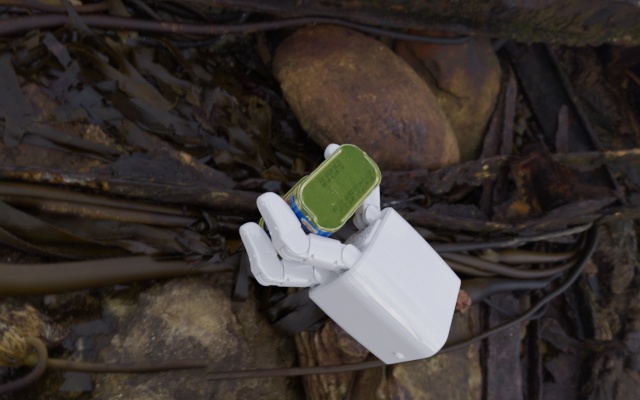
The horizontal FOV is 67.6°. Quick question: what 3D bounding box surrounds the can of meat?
[{"bbox_3d":[0.000,0.001,0.453,0.102,0.057,0.084,-46,4,-36],"label":"can of meat"}]
